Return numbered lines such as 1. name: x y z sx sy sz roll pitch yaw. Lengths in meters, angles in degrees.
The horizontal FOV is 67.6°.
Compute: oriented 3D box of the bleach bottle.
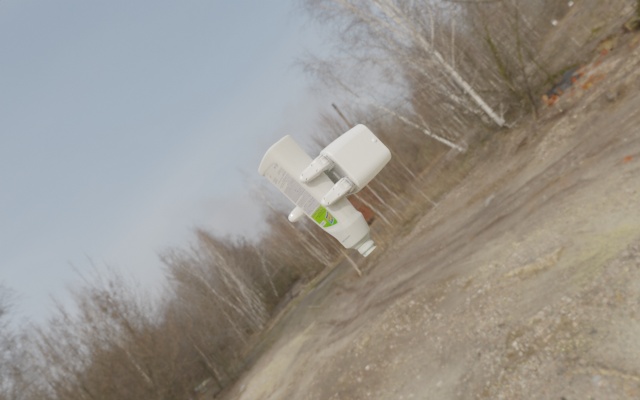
1. bleach bottle: 0.000 0.003 0.858 0.068 0.251 0.103 -41 -5 -28
